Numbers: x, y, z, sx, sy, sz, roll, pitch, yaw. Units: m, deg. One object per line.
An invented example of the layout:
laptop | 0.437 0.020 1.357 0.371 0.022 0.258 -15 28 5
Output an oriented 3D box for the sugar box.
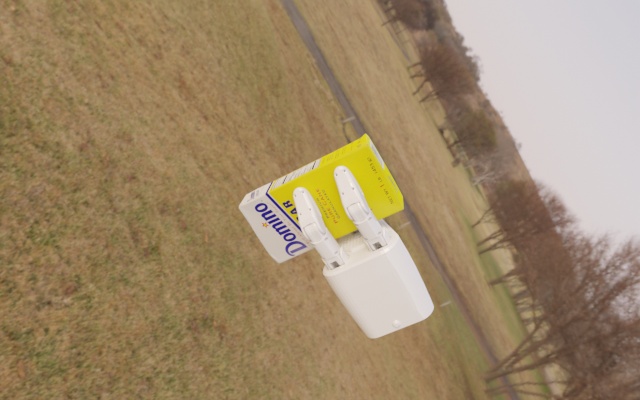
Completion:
sugar box | 0.000 0.002 0.574 0.176 0.093 0.048 -27 19 16
